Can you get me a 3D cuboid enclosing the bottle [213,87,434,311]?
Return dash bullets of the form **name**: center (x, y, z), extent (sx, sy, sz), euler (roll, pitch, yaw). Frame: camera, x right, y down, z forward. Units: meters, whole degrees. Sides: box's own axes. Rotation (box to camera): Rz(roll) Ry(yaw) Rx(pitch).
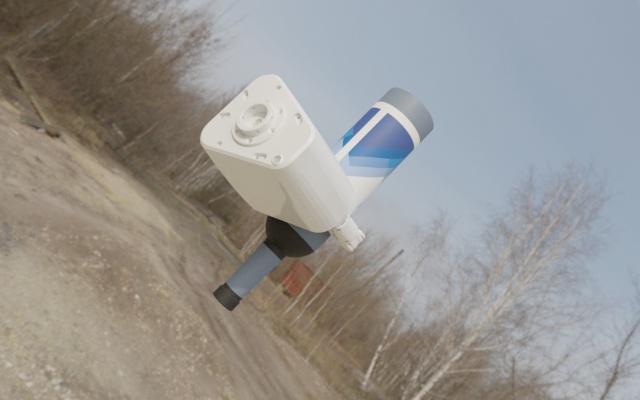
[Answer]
- **bottle**: center (0.000, 0.002, 0.516), extent (0.069, 0.295, 0.069), euler (43, -9, 8)
